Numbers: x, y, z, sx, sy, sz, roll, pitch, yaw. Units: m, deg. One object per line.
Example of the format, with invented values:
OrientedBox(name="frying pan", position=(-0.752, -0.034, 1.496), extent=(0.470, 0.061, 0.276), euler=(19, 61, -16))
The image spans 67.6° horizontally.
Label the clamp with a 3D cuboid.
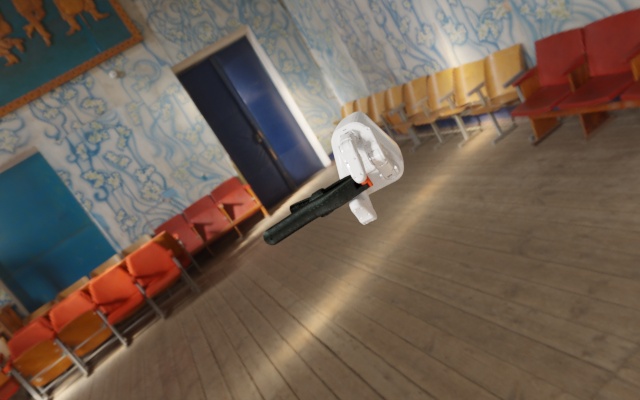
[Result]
OrientedBox(name="clamp", position=(0.000, 0.002, 0.702), extent=(0.171, 0.039, 0.120), euler=(-28, 16, 17))
